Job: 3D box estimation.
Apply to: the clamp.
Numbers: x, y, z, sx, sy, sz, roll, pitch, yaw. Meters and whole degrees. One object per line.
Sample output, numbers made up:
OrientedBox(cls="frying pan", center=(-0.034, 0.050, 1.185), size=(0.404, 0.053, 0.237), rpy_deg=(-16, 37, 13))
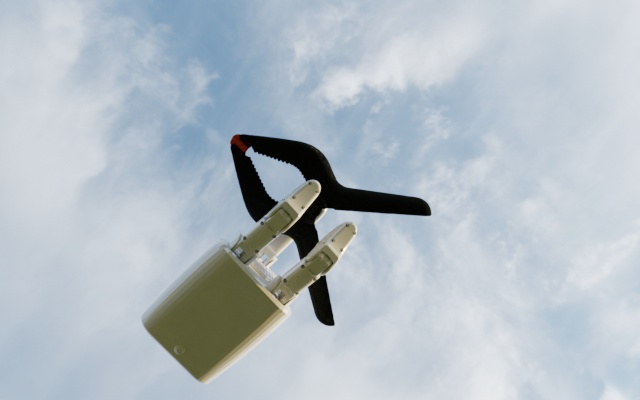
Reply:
OrientedBox(cls="clamp", center=(-0.001, 0.001, 0.481), size=(0.164, 0.210, 0.036), rpy_deg=(-42, 9, -3))
